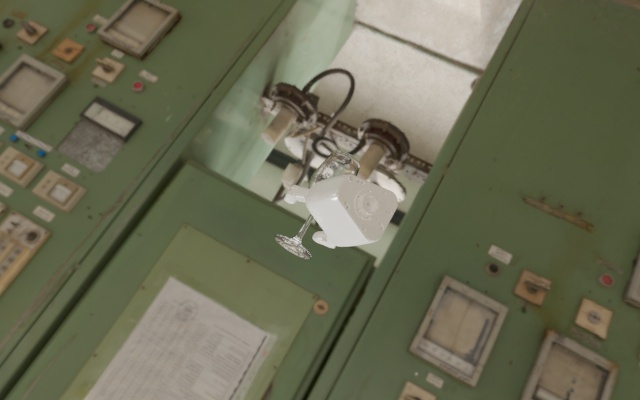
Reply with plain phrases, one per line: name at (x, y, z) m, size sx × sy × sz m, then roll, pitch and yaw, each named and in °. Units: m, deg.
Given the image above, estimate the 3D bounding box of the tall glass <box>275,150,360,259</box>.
tall glass at (0.000, 0.003, 0.872) m, size 0.079 × 0.201 × 0.079 m, roll 27°, pitch -21°, yaw 11°
